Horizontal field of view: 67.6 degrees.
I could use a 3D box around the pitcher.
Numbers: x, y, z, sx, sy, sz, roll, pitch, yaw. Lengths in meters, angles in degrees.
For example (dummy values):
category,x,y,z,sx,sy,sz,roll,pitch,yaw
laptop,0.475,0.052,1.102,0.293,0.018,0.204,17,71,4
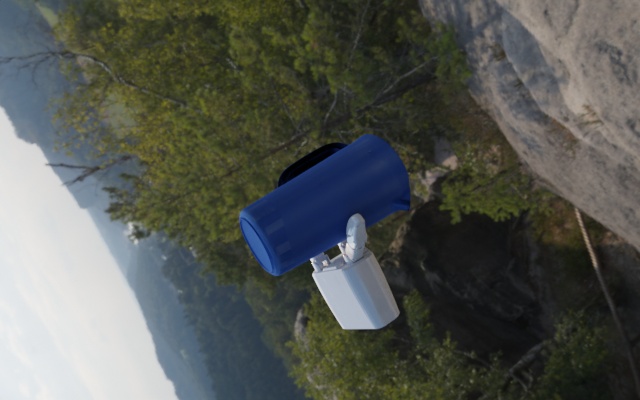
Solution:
category,x,y,z,sx,sy,sz,roll,pitch,yaw
pitcher,0.000,0.003,0.722,0.243,0.145,0.149,-29,7,-22
